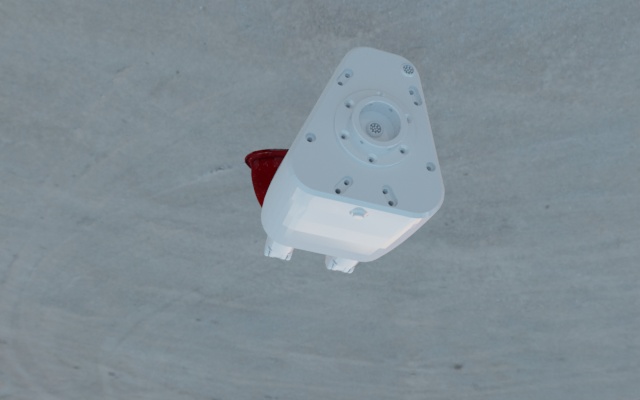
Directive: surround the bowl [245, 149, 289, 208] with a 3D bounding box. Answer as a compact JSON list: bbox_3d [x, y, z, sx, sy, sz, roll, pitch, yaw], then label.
[{"bbox_3d":[0.000,0.002,0.468,0.162,0.055,0.162,11,-10,2],"label":"bowl"}]
